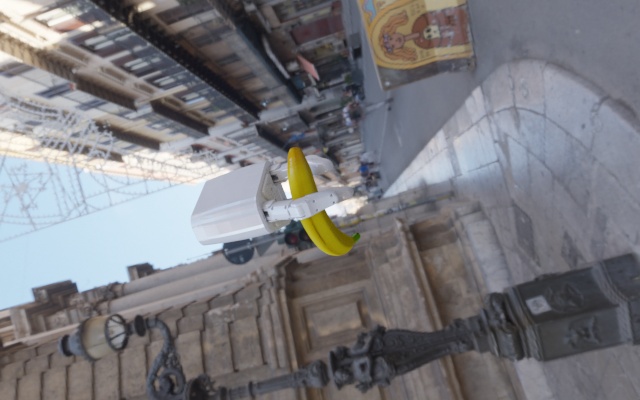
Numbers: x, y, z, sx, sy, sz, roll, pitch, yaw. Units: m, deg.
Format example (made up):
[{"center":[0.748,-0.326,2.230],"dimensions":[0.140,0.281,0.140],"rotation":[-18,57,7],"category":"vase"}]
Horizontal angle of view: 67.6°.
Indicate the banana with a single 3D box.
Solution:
[{"center":[-0.002,0.018,0.648],"dimensions":[0.037,0.069,0.198],"rotation":[-11,-46,25],"category":"banana"}]
